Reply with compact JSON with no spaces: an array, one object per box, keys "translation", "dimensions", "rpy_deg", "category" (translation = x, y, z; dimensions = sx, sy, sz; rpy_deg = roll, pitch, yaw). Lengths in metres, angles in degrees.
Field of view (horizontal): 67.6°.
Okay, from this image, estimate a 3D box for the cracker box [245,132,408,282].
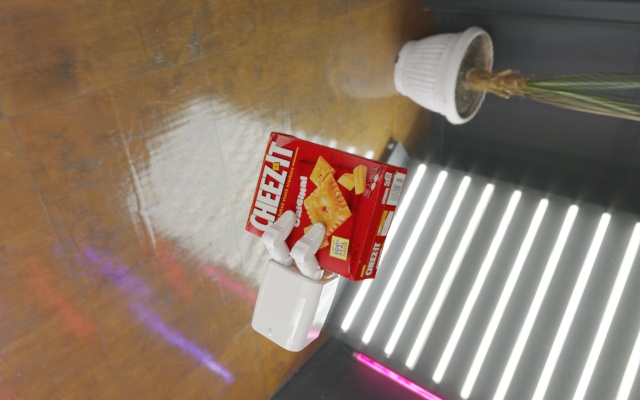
[{"translation":[0.000,0.002,0.700],"dimensions":[0.213,0.164,0.072],"rpy_deg":[21,8,34],"category":"cracker box"}]
